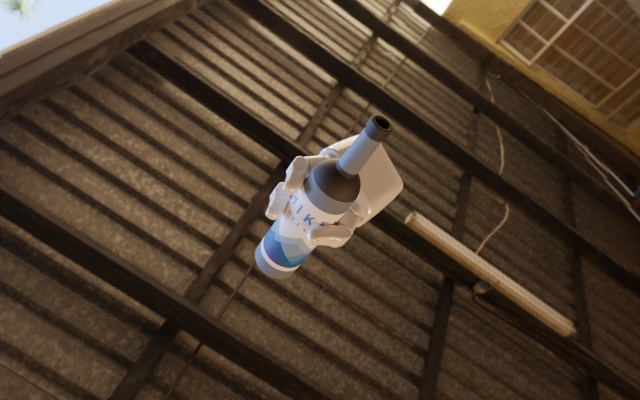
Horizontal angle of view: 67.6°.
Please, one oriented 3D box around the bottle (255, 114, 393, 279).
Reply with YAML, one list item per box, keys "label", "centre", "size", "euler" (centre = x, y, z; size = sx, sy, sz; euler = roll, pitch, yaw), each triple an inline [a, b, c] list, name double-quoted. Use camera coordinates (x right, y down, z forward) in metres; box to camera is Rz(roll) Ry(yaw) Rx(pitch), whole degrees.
- label: "bottle"
  centre: [0.000, 0.002, 0.619]
  size: [0.069, 0.069, 0.296]
  euler: [0, -36, -35]
